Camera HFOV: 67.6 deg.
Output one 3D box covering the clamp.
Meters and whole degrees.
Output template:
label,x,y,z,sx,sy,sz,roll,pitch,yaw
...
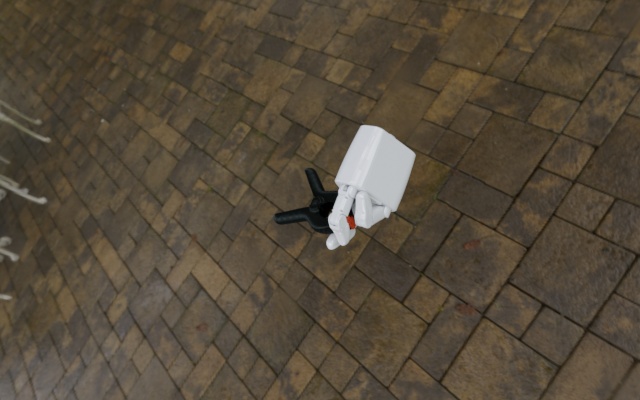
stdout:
label,x,y,z,sx,sy,sz,roll,pitch,yaw
clamp,0.000,0.003,0.837,0.171,0.120,0.039,14,-13,40
